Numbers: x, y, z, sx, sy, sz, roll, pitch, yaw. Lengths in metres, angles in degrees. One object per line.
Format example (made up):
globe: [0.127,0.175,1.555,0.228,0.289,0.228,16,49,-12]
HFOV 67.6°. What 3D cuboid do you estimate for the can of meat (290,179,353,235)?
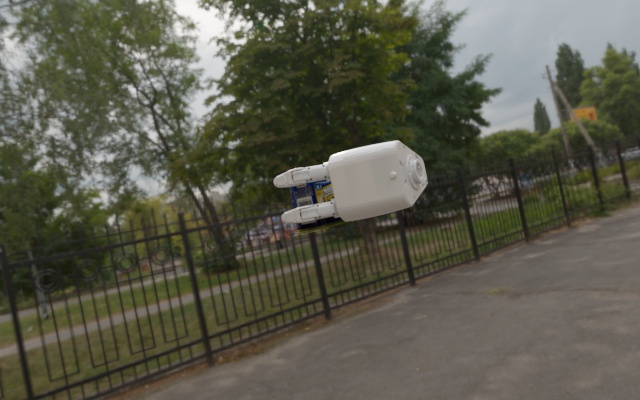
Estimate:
can of meat: [0.000,0.002,0.743,0.057,0.084,0.102,-12,-1,35]
